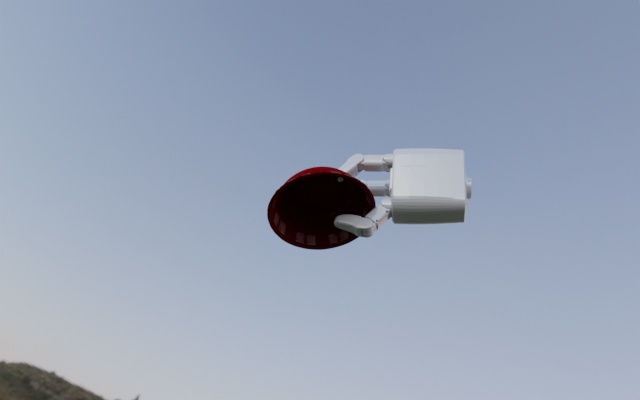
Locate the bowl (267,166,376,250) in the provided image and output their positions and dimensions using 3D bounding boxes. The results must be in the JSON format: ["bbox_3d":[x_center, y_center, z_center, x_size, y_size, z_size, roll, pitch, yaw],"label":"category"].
[{"bbox_3d":[-0.001,0.002,0.724,0.162,0.162,0.055,0,43,-7],"label":"bowl"}]
